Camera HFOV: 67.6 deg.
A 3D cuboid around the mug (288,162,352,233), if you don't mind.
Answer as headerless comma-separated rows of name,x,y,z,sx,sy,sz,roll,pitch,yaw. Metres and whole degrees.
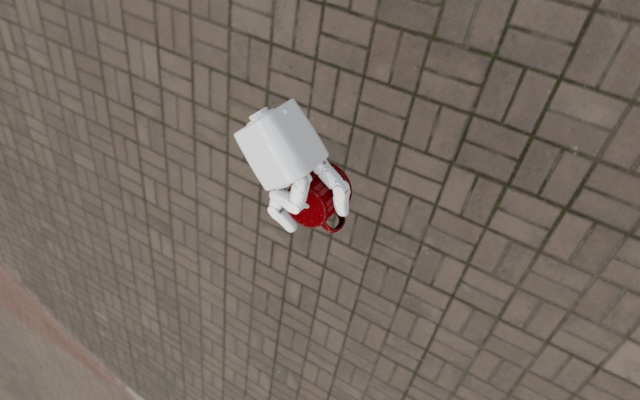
mug,0.001,0.004,0.806,0.093,0.117,0.081,-21,15,41
